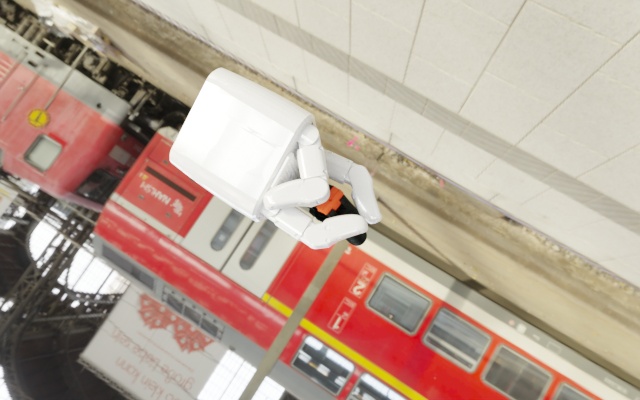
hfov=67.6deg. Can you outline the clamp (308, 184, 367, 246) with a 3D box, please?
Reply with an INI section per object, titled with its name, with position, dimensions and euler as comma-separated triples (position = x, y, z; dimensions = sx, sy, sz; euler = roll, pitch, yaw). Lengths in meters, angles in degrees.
[clamp]
position = 0.000, 0.002, 0.530
dimensions = 0.120, 0.039, 0.171
euler = 31, -8, 11
